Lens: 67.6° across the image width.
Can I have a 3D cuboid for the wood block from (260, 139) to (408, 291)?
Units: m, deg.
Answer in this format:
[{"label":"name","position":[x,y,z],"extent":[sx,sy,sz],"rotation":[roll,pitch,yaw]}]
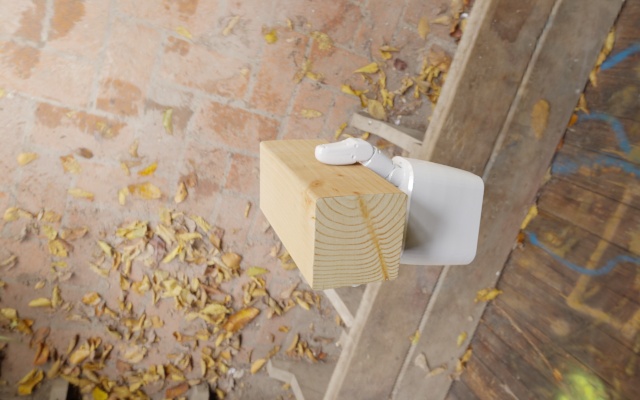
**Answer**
[{"label":"wood block","position":[0.001,0.001,0.516],"extent":[0.090,0.091,0.206],"rotation":[-4,21,-20]}]
